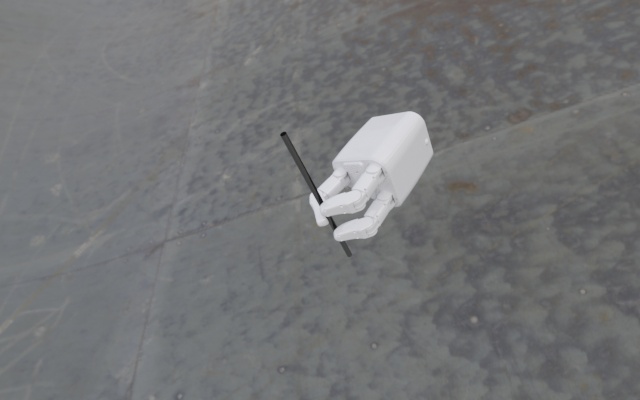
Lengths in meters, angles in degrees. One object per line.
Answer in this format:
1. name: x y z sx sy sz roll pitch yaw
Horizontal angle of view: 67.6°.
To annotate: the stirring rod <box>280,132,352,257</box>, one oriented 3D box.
1. stirring rod: 0.000 0.002 0.632 0.011 0.011 0.240 0 -41 28
